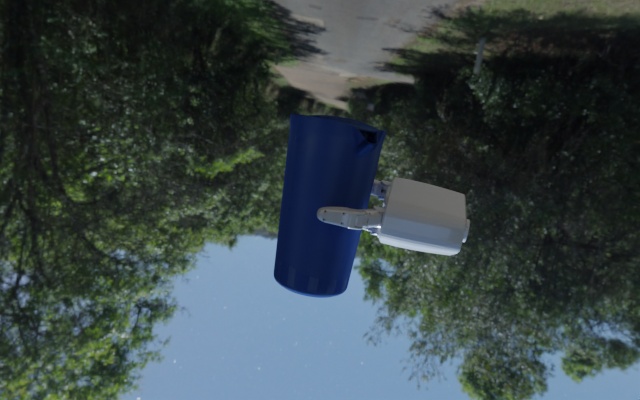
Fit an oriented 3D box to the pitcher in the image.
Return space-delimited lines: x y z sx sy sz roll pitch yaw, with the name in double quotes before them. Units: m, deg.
"pitcher" 0.000 0.002 0.676 0.145 0.243 0.149 12 9 10
